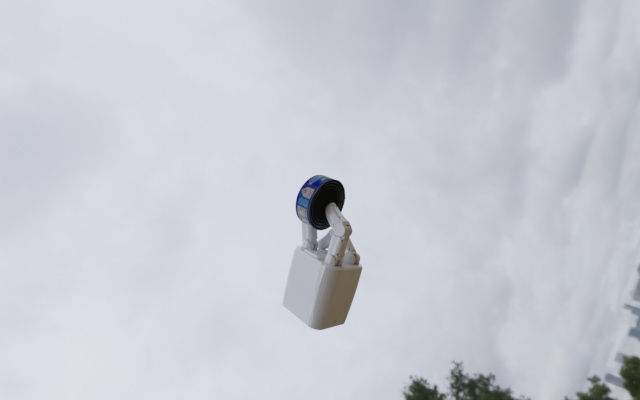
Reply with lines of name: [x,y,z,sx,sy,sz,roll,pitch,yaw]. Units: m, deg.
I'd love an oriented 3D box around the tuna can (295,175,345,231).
tuna can: [0.000,0.002,0.767,0.033,0.086,0.086,23,15,37]
